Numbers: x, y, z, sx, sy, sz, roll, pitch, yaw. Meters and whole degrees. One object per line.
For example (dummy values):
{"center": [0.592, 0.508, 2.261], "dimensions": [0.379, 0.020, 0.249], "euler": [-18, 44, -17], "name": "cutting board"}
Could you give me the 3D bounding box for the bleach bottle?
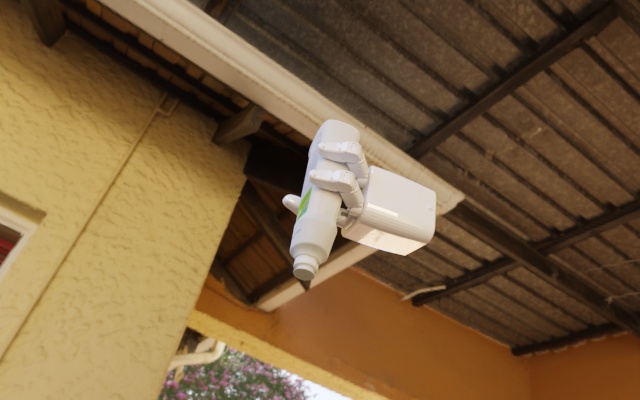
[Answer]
{"center": [0.000, 0.002, 0.678], "dimensions": [0.068, 0.250, 0.103], "euler": [19, -39, -7], "name": "bleach bottle"}
